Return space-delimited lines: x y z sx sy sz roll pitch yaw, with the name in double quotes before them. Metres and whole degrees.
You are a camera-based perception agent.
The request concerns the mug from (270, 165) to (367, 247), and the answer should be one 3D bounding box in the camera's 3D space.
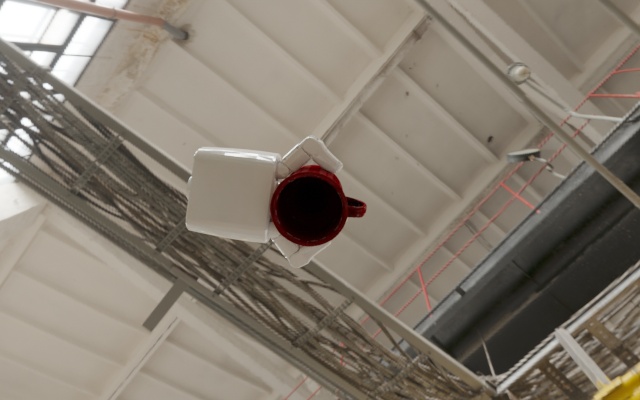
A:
"mug" 0.002 0.002 0.604 0.117 0.093 0.081 5 15 1
